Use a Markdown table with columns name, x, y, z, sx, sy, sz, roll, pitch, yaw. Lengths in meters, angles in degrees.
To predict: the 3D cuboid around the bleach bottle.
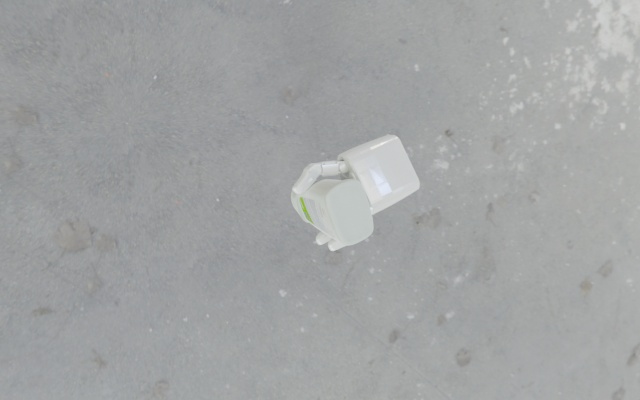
| name | x | y | z | sx | sy | sz | roll | pitch | yaw |
| --- | --- | --- | --- | --- | --- | --- | --- | --- | --- |
| bleach bottle | 0.000 | 0.003 | 0.827 | 0.068 | 0.102 | 0.251 | -24 | 17 | -17 |
